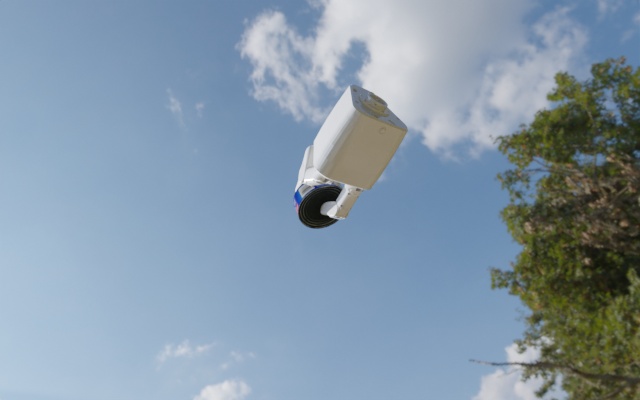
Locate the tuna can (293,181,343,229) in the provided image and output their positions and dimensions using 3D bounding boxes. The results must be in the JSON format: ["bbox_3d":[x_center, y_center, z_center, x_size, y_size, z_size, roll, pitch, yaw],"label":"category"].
[{"bbox_3d":[0.000,0.002,0.771,0.086,0.086,0.033,0,37,-24],"label":"tuna can"}]
